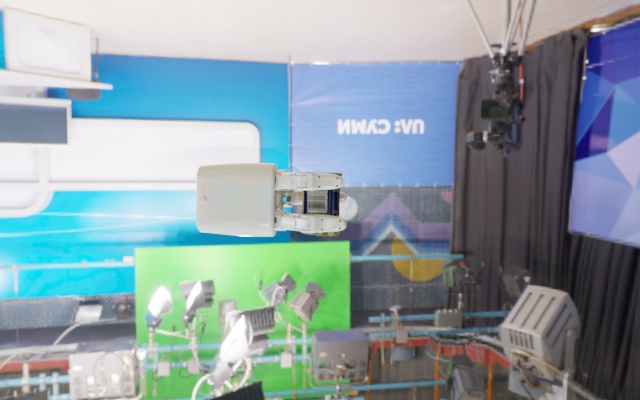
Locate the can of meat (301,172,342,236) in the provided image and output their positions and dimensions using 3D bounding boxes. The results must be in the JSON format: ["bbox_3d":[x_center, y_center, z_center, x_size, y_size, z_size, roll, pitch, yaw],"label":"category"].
[{"bbox_3d":[0.000,0.003,0.675,0.057,0.084,0.102,1,4,0],"label":"can of meat"}]
